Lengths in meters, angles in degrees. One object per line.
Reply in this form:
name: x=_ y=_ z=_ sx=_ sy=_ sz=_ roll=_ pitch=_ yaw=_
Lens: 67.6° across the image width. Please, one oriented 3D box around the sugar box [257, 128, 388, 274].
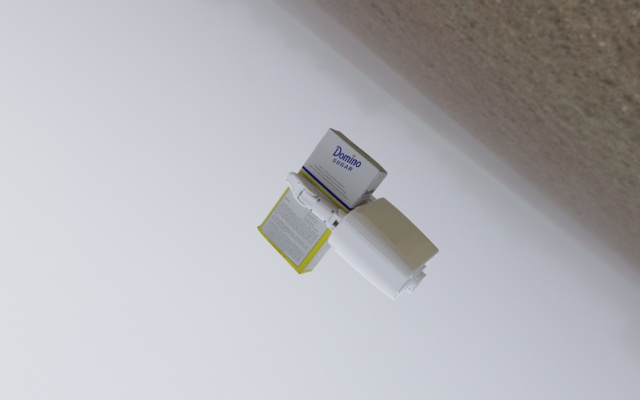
sugar box: x=0.000 y=0.002 z=0.638 sx=0.093 sy=0.176 sz=0.048 roll=44 pitch=15 yaw=20
